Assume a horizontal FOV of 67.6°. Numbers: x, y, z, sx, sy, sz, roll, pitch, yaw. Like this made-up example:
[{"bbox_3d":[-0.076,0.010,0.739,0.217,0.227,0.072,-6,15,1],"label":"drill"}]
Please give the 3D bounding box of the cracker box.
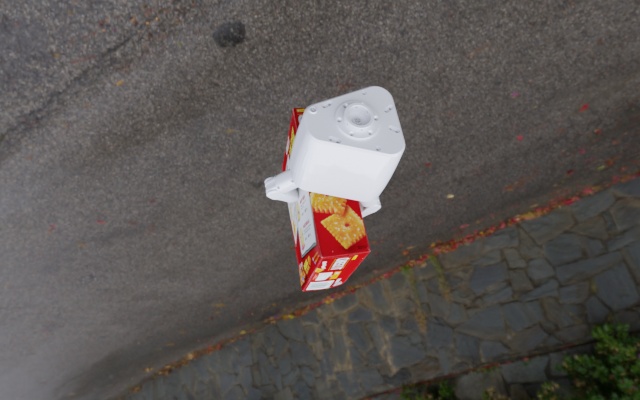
[{"bbox_3d":[0.000,0.002,0.674,0.072,0.213,0.164,-5,-24,-13],"label":"cracker box"}]
